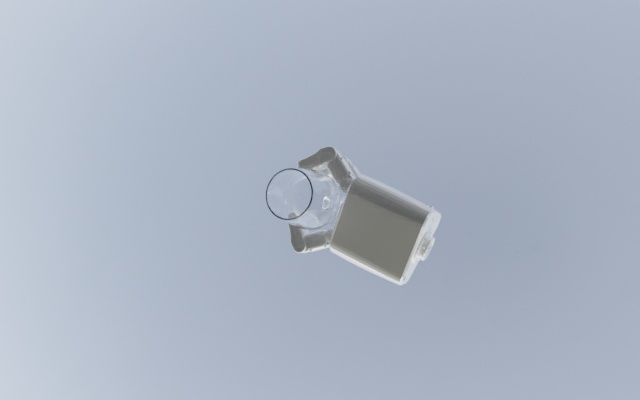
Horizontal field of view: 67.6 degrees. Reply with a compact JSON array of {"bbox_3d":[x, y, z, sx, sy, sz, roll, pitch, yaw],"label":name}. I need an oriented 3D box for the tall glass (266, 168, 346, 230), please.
[{"bbox_3d":[0.000,0.002,0.649,0.079,0.079,0.201,0,-6,22],"label":"tall glass"}]
